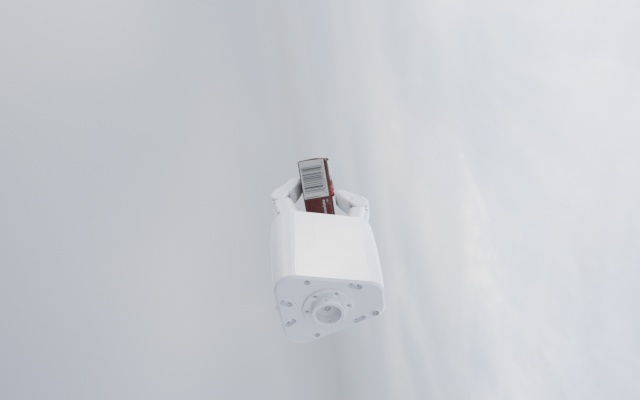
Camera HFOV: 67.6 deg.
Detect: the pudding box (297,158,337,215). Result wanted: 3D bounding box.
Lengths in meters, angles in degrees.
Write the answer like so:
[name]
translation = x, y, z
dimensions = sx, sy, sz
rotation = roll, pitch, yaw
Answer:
[pudding box]
translation = 0.000, 0.002, 0.614
dimensions = 0.039, 0.113, 0.090
rotation = -7, 4, 3
